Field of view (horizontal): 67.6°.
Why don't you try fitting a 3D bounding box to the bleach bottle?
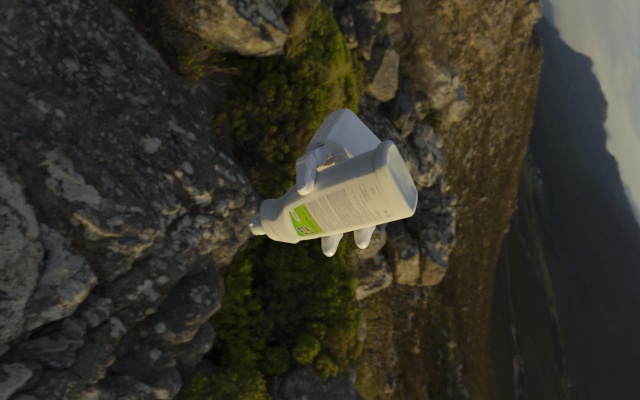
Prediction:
[{"bbox_3d":[0.000,0.002,0.665,0.251,0.103,0.068,-16,29,30],"label":"bleach bottle"}]
